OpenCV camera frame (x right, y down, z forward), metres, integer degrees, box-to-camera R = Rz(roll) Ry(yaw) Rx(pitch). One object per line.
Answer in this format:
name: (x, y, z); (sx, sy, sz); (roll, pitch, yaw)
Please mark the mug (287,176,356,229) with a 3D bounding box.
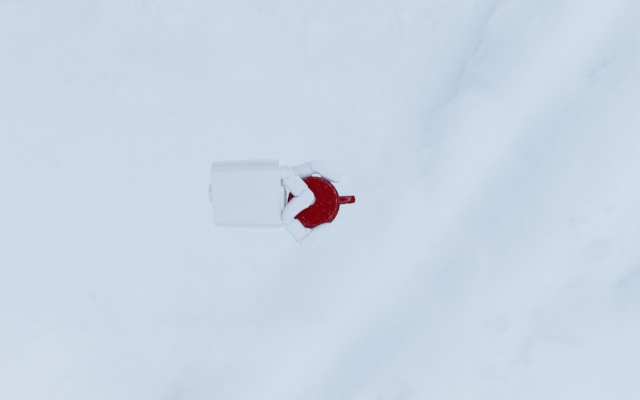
mug: (0.002, 0.003, 0.795); (0.117, 0.093, 0.081); (-2, -1, 0)
